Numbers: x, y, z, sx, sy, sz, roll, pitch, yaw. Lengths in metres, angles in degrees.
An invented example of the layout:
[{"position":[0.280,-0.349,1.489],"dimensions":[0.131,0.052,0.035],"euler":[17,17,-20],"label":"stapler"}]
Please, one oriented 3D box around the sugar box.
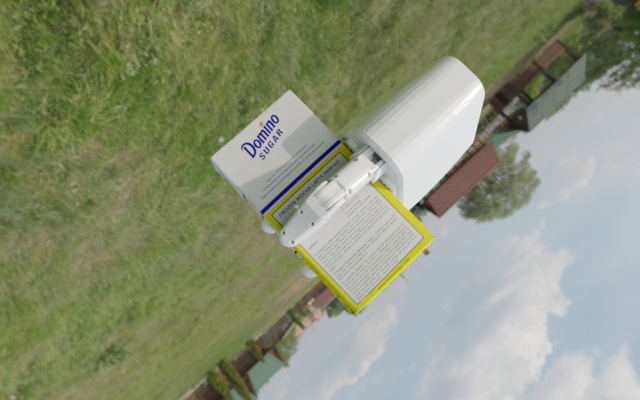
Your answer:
[{"position":[0.000,0.001,0.409],"dimensions":[0.093,0.176,0.048],"euler":[-42,-7,-10],"label":"sugar box"}]
